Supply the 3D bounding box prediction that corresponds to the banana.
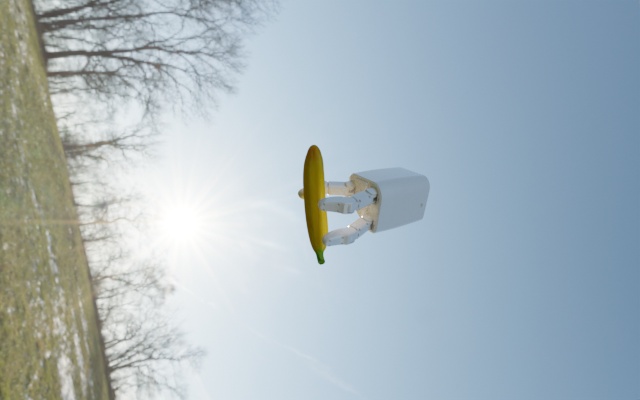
[{"bbox_3d":[-0.005,0.003,0.805,0.037,0.198,0.069,-9,11,-17],"label":"banana"}]
